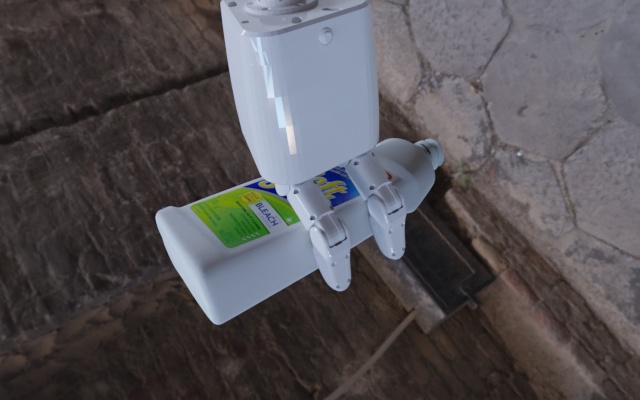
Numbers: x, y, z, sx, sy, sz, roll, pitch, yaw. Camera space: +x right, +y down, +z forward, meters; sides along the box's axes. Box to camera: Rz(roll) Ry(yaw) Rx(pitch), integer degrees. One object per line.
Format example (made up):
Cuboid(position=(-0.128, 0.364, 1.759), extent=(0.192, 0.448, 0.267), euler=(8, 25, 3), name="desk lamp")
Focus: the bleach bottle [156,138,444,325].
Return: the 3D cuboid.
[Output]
Cuboid(position=(0.000, 0.001, 0.408), extent=(0.251, 0.068, 0.102), euler=(-27, 44, -25), name="bleach bottle")
